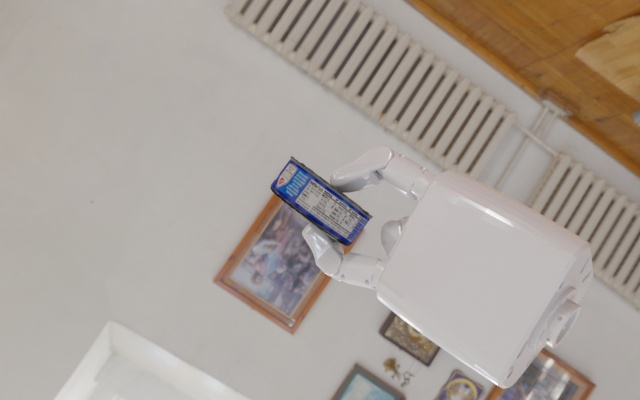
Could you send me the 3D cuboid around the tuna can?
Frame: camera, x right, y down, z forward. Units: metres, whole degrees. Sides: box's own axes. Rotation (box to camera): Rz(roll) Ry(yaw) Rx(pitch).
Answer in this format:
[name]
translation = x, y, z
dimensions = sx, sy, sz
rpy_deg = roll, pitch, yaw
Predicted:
[tuna can]
translation = 0.000, 0.002, 0.403
dimensions = 0.086, 0.034, 0.086
rpy_deg = 37, 1, -1
